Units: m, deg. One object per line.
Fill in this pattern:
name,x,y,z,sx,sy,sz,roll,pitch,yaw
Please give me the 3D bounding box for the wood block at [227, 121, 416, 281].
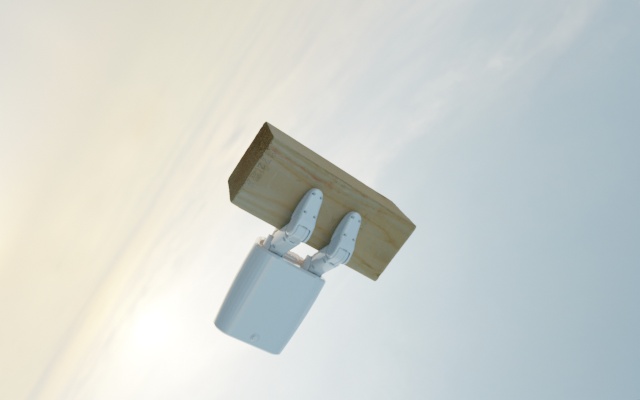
wood block,0.000,0.002,0.583,0.206,0.090,0.090,31,11,-22
